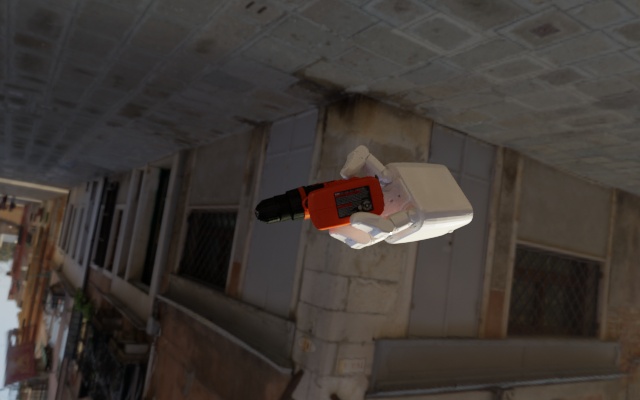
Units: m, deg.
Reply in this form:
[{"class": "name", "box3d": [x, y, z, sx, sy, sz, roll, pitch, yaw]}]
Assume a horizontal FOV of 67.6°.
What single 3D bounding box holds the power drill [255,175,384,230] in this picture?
[{"class": "power drill", "box3d": [0.000, 0.002, 0.706, 0.184, 0.057, 0.187, -15, 7, -12]}]
